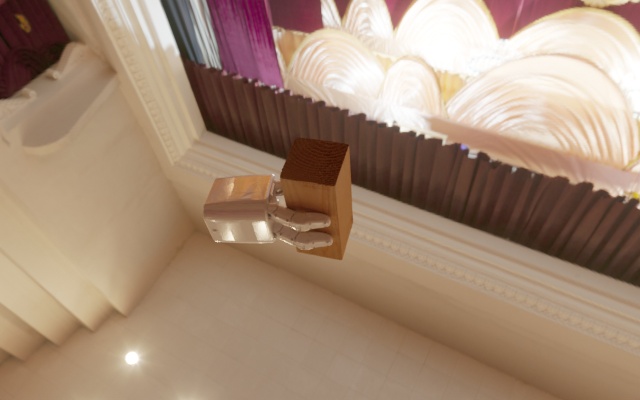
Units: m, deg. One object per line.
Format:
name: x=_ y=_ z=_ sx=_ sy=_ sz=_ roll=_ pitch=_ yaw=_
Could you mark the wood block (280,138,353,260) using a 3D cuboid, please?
wood block: x=0.000 y=0.002 z=0.805 sx=0.090 sy=0.090 sz=0.206 roll=9 pitch=-36 yaw=13
